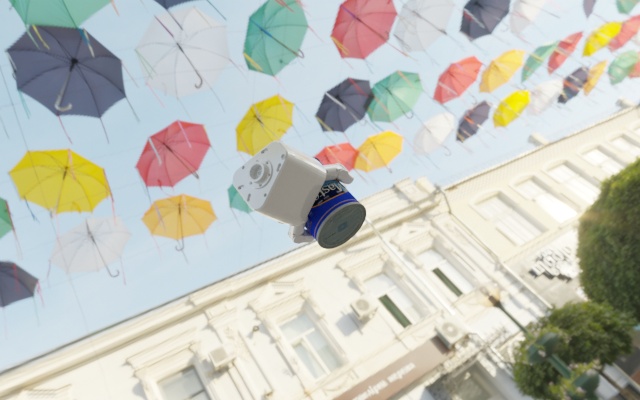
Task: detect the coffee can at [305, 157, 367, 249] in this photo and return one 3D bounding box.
[{"bbox_3d":[0.000,0.003,0.857,0.103,0.103,0.140,0,38,-45],"label":"coffee can"}]
